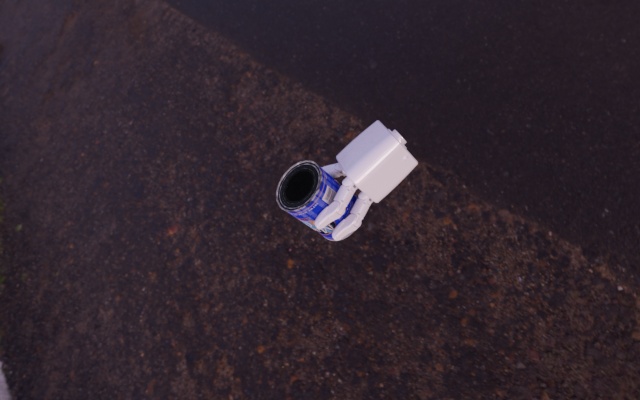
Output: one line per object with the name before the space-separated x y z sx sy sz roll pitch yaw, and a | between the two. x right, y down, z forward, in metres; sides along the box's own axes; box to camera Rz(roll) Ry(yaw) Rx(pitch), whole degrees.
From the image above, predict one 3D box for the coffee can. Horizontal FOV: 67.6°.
coffee can | 0.000 0.003 0.896 0.103 0.102 0.140 0 -25 40
